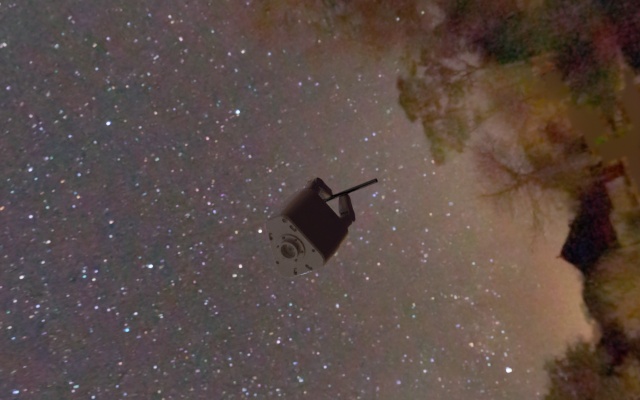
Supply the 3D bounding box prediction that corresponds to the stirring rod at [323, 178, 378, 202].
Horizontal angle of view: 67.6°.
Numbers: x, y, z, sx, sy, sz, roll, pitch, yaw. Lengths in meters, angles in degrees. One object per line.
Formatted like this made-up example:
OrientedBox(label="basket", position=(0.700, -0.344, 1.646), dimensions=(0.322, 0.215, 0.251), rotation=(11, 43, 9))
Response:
OrientedBox(label="stirring rod", position=(0.000, 0.003, 0.891), dimensions=(0.239, 0.011, 0.011), rotation=(-21, -11, 29))
